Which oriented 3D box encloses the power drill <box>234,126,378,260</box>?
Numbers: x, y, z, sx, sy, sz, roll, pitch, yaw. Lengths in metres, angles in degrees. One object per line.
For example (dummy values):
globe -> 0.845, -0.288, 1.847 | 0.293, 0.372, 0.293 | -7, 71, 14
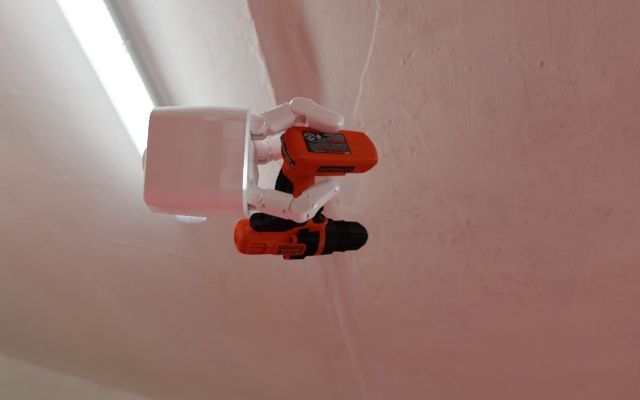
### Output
power drill -> 0.000, 0.002, 0.579 | 0.184, 0.057, 0.188 | 0, -44, -25
